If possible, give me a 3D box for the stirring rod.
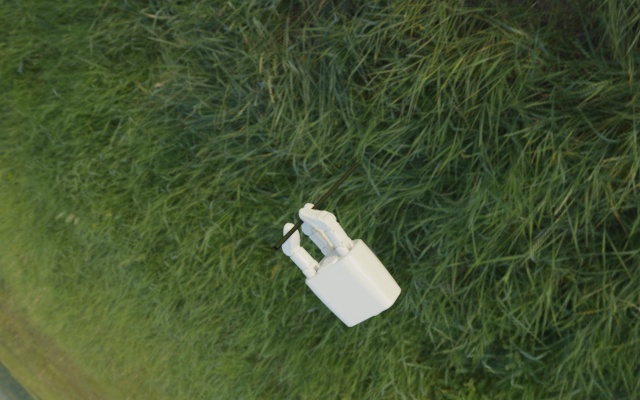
[{"bbox_3d":[0.000,0.002,0.774,0.011,0.011,0.239,0,34,42],"label":"stirring rod"}]
